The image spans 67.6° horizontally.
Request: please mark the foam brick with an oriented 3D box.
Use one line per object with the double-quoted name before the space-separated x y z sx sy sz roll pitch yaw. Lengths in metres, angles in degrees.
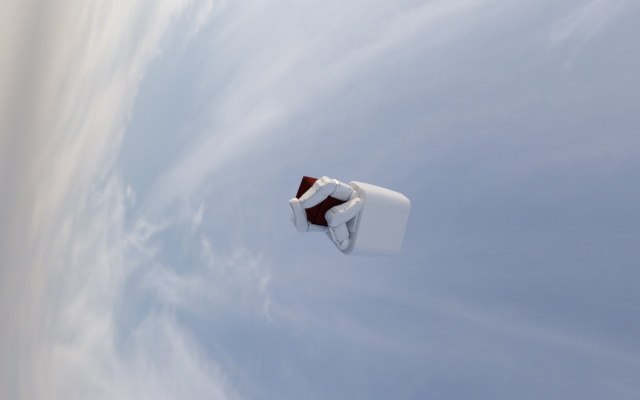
"foam brick" 0.000 0.002 0.776 0.051 0.053 0.078 10 22 -33
